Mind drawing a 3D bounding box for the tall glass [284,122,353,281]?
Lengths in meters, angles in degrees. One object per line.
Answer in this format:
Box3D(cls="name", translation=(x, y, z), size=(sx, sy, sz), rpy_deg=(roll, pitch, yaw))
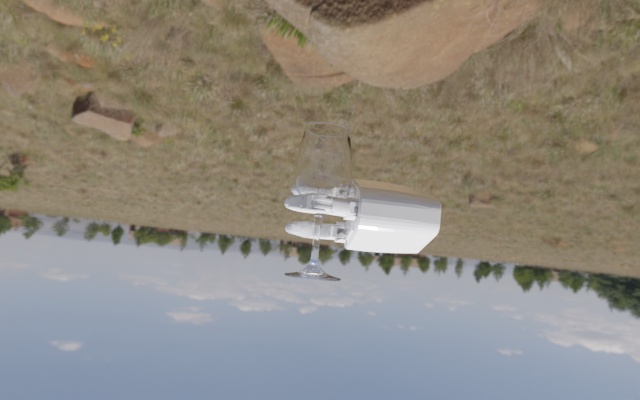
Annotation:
Box3D(cls="tall glass", translation=(0.000, 0.003, 0.633), size=(0.079, 0.201, 0.079), rpy_deg=(6, -6, 1))
